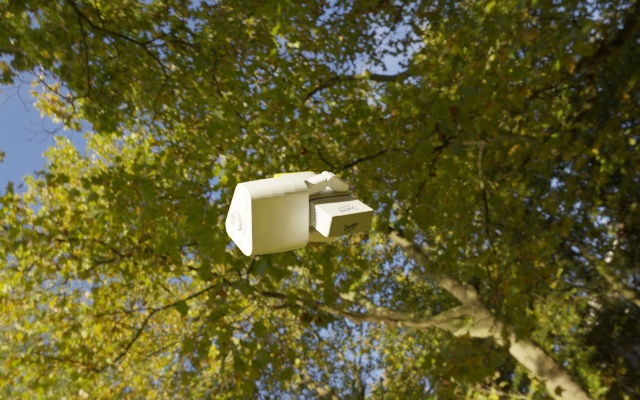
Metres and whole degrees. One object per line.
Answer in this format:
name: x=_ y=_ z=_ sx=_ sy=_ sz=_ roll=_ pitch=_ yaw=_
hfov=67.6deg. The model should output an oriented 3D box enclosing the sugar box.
sugar box: x=0.000 y=0.003 z=0.826 sx=0.093 sy=0.048 sz=0.176 roll=-7 pitch=30 yaw=-35
